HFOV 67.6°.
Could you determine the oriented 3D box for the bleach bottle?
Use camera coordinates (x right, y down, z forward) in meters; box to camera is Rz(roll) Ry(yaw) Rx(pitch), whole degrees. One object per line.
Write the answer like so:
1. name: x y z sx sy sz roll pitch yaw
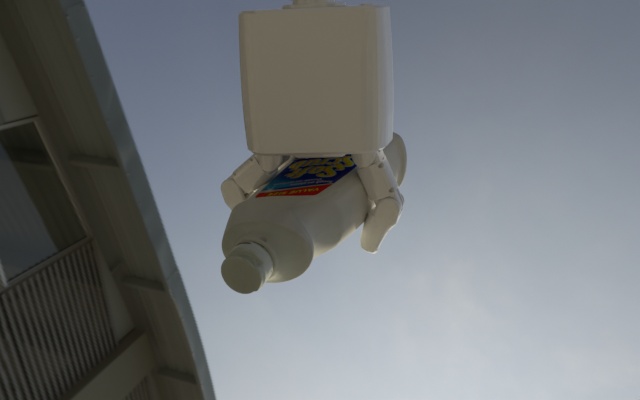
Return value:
1. bleach bottle: 0.000 0.001 0.409 0.102 0.068 0.250 5 24 20
